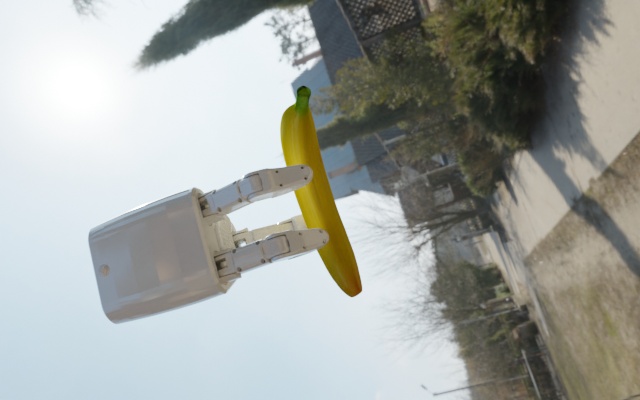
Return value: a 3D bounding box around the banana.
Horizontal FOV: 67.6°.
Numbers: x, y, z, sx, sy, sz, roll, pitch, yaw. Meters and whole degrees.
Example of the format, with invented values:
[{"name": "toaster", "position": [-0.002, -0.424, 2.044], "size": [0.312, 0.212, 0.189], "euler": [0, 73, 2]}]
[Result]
[{"name": "banana", "position": [-0.004, -0.005, 0.452], "size": [0.037, 0.198, 0.069], "euler": [-18, 12, -6]}]
